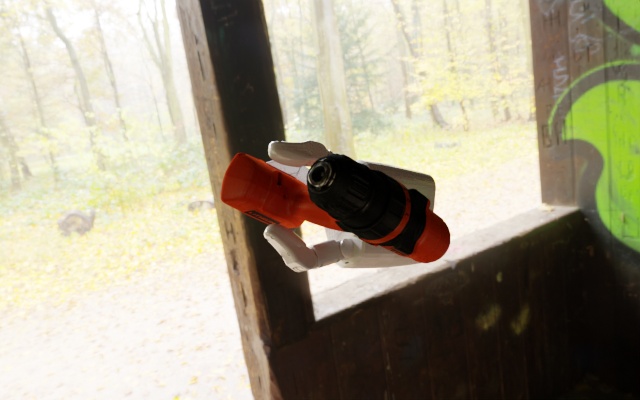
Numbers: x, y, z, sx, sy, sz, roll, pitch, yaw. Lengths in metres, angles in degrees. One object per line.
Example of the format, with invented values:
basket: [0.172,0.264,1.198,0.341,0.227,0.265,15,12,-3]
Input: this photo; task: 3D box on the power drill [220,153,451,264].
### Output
power drill: [0.000,0.001,0.416,0.187,0.057,0.184,13,-11,40]
